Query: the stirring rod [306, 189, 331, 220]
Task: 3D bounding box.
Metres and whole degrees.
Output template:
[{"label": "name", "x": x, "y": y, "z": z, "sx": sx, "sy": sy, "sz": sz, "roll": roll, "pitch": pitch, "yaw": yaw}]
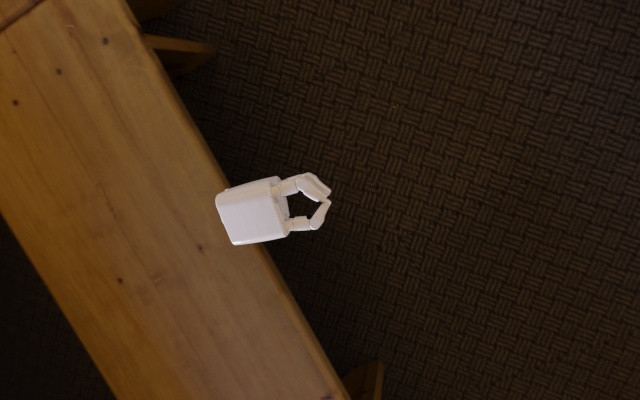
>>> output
[{"label": "stirring rod", "x": 0.000, "y": 0.003, "z": 0.847, "sx": 0.011, "sy": 0.011, "sz": 0.239, "roll": 0, "pitch": 11, "yaw": 9}]
